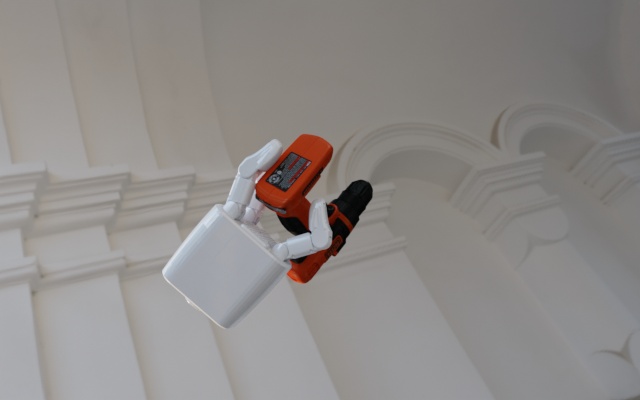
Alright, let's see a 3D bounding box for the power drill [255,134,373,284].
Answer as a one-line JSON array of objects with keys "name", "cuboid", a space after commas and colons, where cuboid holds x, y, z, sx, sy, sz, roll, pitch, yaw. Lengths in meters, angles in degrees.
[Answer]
[{"name": "power drill", "cuboid": [0.000, 0.002, 0.634, 0.057, 0.184, 0.188, 25, -25, 32]}]
